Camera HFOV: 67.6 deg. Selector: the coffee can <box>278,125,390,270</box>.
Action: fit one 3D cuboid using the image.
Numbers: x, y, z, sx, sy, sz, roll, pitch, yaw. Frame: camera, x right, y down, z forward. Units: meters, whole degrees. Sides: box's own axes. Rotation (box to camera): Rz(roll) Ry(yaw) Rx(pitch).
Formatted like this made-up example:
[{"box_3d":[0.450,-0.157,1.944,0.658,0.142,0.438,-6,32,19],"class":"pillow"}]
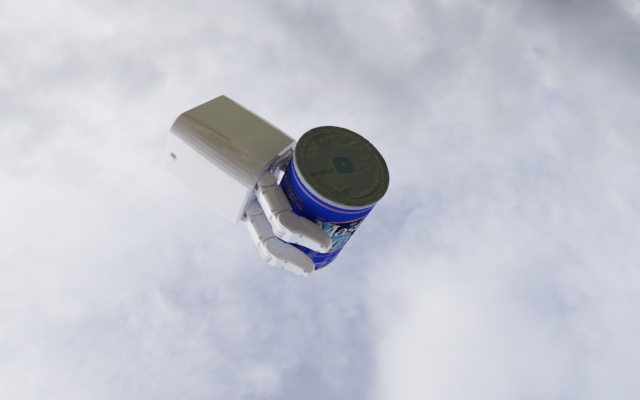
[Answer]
[{"box_3d":[0.000,0.002,0.530,0.103,0.102,0.140,0,-34,-24],"class":"coffee can"}]
